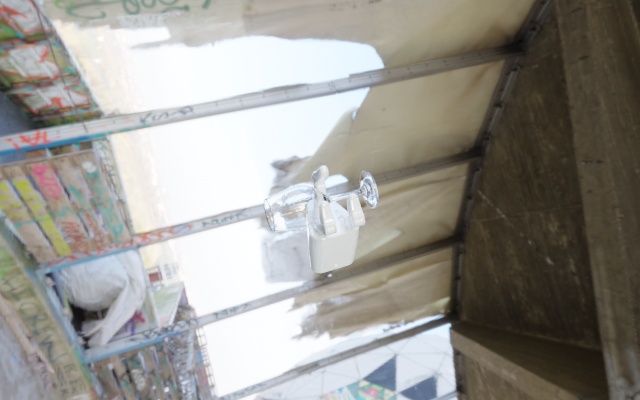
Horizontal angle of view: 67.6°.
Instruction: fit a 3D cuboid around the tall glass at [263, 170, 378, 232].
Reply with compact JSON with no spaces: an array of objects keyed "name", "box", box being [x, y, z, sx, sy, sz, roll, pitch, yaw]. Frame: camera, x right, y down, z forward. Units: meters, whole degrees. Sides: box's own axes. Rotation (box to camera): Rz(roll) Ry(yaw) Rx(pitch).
[{"name":"tall glass","box":[0.001,0.003,0.878,0.201,0.079,0.079,-14,4,-17]}]
